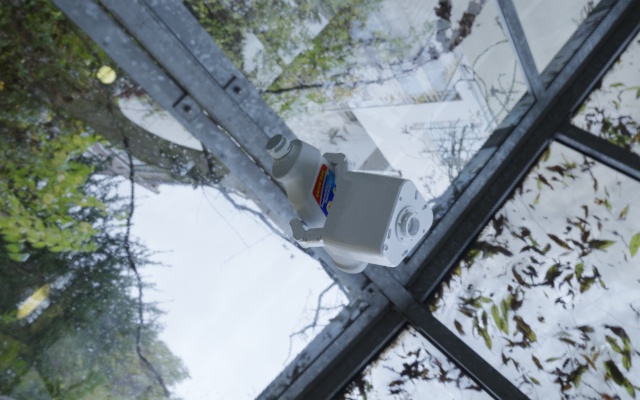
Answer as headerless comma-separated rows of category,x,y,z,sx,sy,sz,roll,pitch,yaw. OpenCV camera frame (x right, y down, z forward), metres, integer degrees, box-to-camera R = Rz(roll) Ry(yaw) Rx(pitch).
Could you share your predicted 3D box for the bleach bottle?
bleach bottle,0.000,0.002,0.718,0.068,0.102,0.251,8,-31,46
